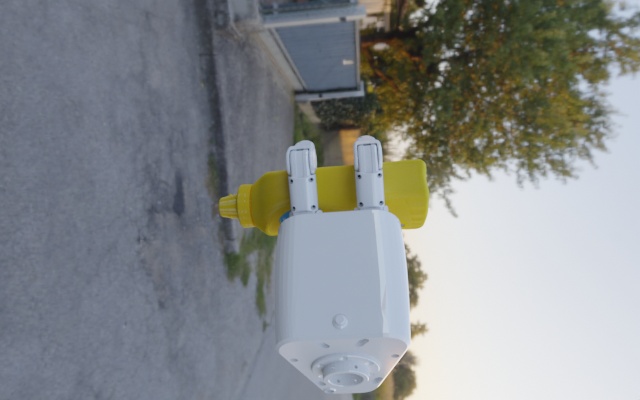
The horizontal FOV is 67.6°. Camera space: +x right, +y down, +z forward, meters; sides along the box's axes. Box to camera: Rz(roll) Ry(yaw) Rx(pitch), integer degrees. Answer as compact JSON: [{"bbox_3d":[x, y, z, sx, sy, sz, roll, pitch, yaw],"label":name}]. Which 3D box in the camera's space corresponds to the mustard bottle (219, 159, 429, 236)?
[{"bbox_3d":[0.000,0.001,0.448,0.191,0.058,0.096,-4,-17,5],"label":"mustard bottle"}]
